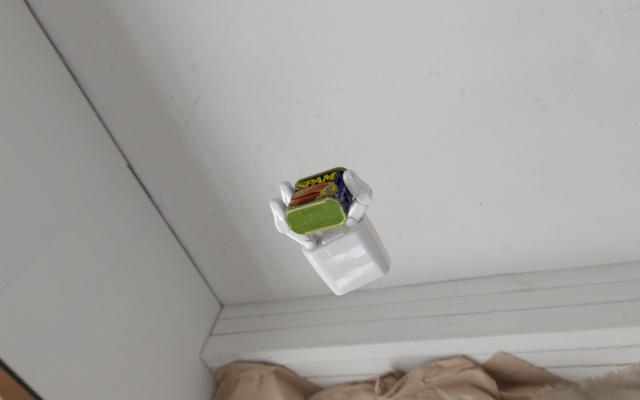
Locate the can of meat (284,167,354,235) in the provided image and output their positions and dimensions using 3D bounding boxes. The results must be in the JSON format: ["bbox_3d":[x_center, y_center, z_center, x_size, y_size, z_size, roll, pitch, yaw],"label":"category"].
[{"bbox_3d":[0.000,0.003,0.735,0.102,0.057,0.084,-16,30,25],"label":"can of meat"}]
